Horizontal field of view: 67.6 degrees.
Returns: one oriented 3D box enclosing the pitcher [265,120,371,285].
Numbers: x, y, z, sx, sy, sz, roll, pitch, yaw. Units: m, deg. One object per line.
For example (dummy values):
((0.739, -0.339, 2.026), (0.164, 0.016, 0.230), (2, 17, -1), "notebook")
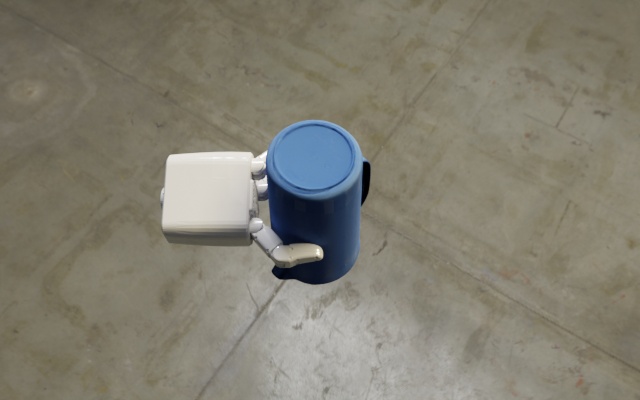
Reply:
((0.000, 0.002, 0.627), (0.145, 0.149, 0.243), (1, -29, 0), "pitcher")
